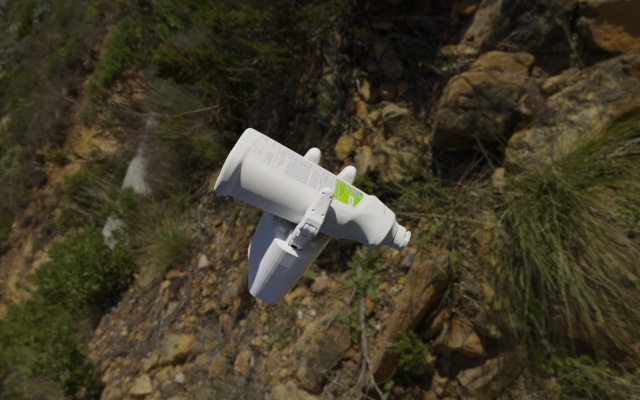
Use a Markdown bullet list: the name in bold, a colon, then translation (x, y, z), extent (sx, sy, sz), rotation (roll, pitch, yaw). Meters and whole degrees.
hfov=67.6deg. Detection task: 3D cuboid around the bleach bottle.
- **bleach bottle**: translation (0.000, 0.002, 0.610), extent (0.251, 0.068, 0.102), rotation (27, 33, -7)
